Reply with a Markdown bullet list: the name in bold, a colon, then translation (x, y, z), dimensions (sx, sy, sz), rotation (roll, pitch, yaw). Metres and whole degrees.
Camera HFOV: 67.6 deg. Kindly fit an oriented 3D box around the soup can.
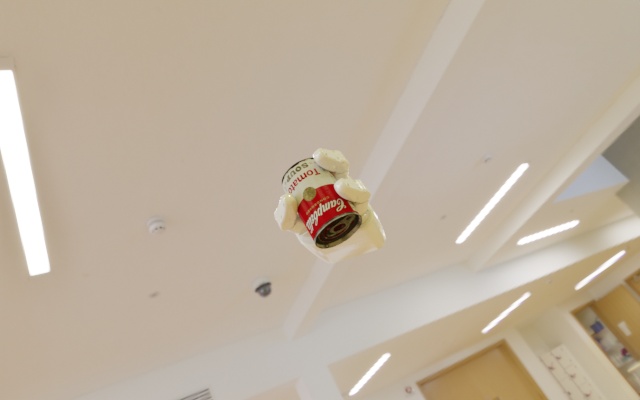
- **soup can**: translation (0.000, 0.002, 0.621), dimensions (0.068, 0.102, 0.069), rotation (-23, -31, -15)
